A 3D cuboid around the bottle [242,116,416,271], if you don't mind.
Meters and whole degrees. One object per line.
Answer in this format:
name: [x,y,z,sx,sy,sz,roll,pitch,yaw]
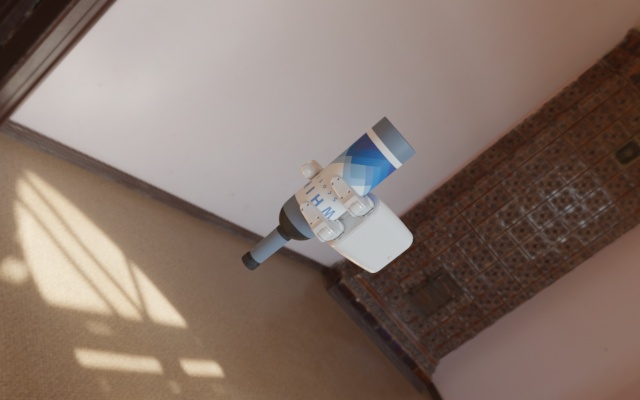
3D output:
bottle: [0.000,0.002,0.686,0.296,0.069,0.069,-40,-11,13]
